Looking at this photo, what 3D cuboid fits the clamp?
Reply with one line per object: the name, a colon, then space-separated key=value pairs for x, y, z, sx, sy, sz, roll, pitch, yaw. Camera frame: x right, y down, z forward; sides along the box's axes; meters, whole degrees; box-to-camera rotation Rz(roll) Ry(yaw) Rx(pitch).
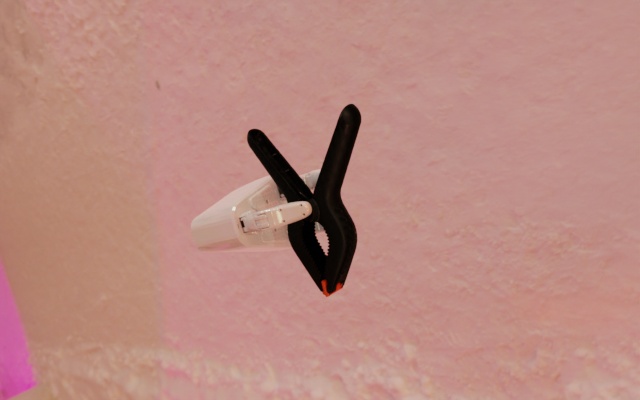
clamp: x=0.000 y=0.002 z=0.526 sx=0.164 sy=0.210 sz=0.036 roll=-14 pitch=4 yaw=45
